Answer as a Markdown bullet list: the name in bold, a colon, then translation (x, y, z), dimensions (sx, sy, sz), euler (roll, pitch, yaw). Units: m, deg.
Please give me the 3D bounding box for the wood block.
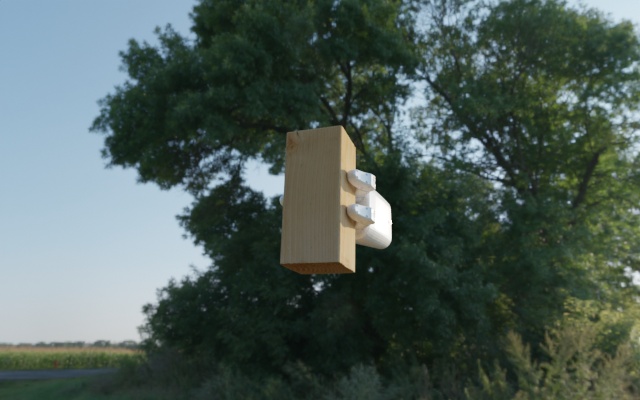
- **wood block**: translation (0.000, 0.002, 0.729), dimensions (0.091, 0.206, 0.090), euler (-5, -19, 18)
